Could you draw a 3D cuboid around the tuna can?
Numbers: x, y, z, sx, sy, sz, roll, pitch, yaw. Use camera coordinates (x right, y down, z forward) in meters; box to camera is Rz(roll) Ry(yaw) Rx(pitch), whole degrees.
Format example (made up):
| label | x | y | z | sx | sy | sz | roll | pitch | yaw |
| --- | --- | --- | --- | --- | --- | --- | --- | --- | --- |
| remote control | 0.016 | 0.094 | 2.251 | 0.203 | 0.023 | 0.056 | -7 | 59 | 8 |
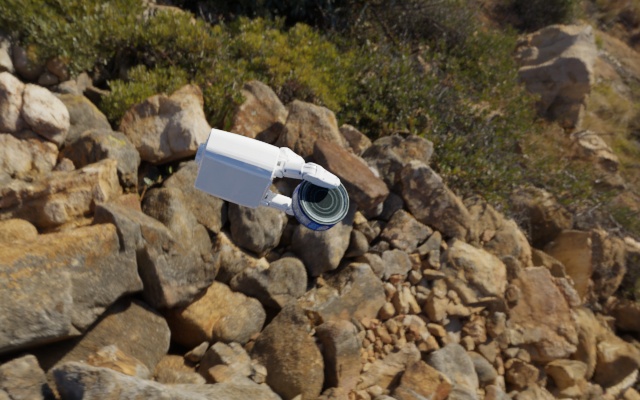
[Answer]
| label | x | y | z | sx | sy | sz | roll | pitch | yaw |
| --- | --- | --- | --- | --- | --- | --- | --- | --- | --- |
| tuna can | 0.000 | 0.002 | 0.740 | 0.086 | 0.086 | 0.034 | 0 | -19 | -23 |
